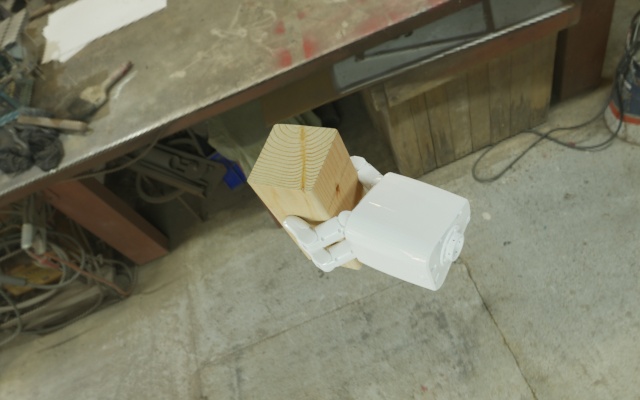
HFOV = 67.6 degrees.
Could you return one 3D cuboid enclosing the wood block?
[{"bbox_3d":[0.001,0.002,0.633,0.090,0.090,0.206,9,-29,27],"label":"wood block"}]
